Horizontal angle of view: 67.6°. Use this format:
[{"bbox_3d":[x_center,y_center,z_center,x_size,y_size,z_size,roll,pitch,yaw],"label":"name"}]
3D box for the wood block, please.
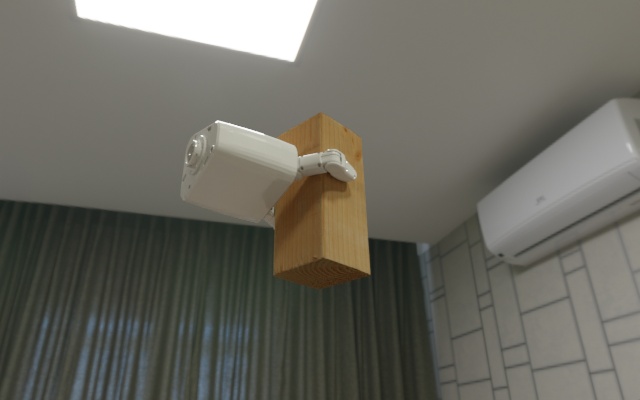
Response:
[{"bbox_3d":[0.000,0.002,0.638,0.091,0.206,0.090,-23,-34,37],"label":"wood block"}]
